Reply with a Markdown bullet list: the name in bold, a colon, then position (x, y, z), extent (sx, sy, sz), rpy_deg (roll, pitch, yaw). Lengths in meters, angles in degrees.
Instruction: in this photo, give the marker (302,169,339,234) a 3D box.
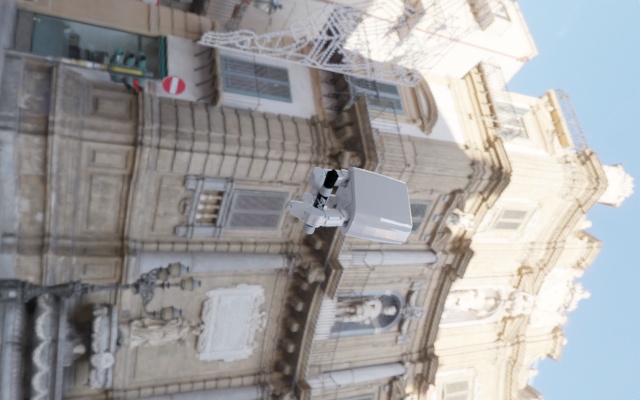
- **marker**: position (0.000, 0.002, 0.730), extent (0.020, 0.121, 0.020), rpy_deg (16, 35, -12)
